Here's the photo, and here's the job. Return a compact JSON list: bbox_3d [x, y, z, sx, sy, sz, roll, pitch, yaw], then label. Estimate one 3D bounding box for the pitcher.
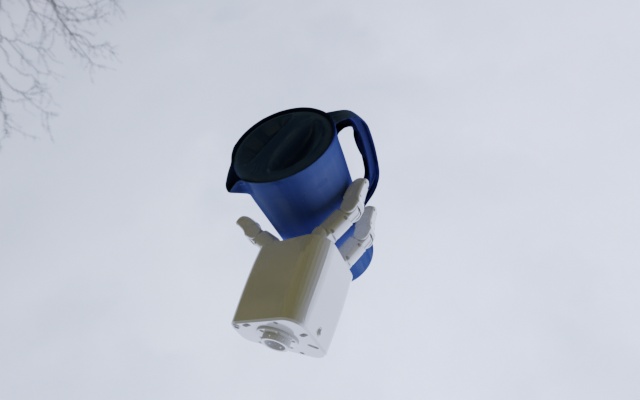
[{"bbox_3d":[0.000,0.002,0.638,0.149,0.145,0.243,0,-41,26],"label":"pitcher"}]
